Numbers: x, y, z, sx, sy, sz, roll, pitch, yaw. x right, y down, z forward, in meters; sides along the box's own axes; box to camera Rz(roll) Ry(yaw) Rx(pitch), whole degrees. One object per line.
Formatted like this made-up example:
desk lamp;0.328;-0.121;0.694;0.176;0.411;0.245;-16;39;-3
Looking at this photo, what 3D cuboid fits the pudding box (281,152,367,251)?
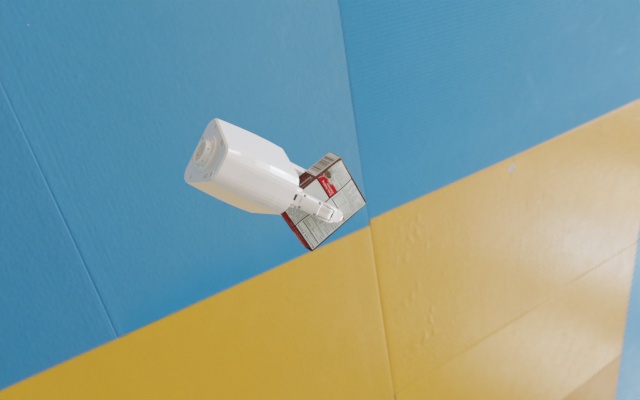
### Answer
pudding box;0.000;0.002;0.675;0.113;0.090;0.039;-39;31;-12
